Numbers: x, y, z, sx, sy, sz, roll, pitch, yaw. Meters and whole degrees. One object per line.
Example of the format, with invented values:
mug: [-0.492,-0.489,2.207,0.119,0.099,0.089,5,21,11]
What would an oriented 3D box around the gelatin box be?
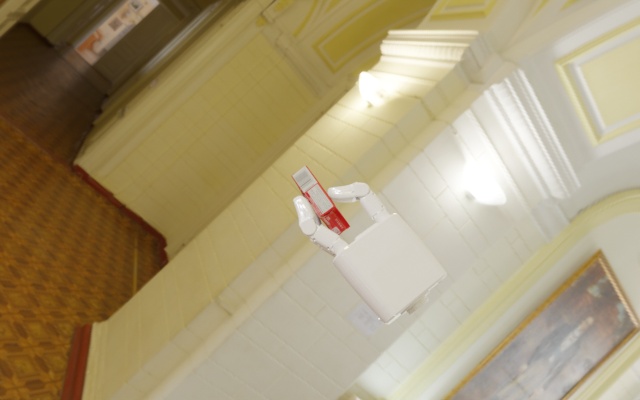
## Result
gelatin box: [0.000,0.002,0.693,0.030,0.089,0.073,-36,-31,1]
